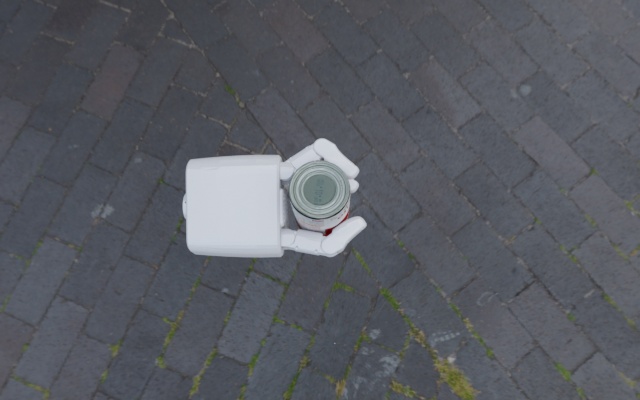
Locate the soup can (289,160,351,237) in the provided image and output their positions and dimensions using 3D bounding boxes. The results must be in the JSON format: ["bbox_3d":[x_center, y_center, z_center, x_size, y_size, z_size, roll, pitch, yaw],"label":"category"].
[{"bbox_3d":[0.001,0.002,0.550,0.068,0.068,0.102,0,-17,2],"label":"soup can"}]
